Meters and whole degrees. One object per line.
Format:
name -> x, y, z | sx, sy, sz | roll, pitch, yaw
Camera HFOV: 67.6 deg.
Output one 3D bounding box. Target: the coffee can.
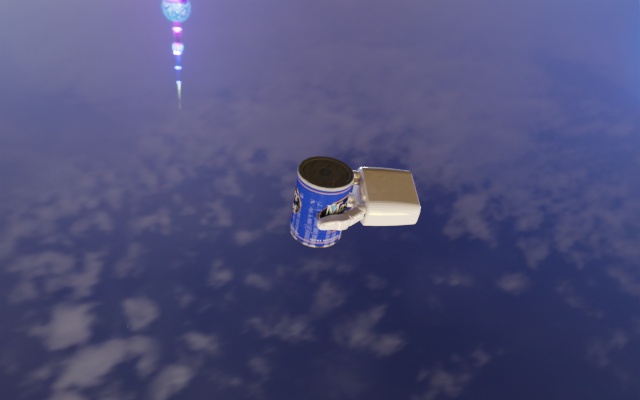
coffee can -> 0.000, 0.003, 0.896 | 0.103, 0.140, 0.102 | 7, 37, -5
